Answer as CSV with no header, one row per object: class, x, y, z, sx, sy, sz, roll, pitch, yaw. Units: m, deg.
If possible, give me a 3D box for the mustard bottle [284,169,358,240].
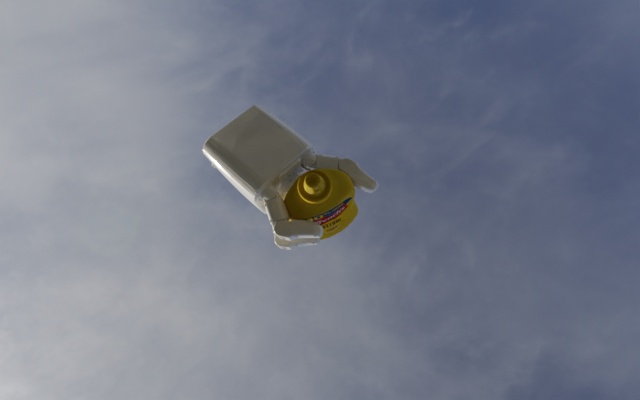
mustard bottle,0.000,0.002,0.637,0.096,0.058,0.192,-24,-17,-1
